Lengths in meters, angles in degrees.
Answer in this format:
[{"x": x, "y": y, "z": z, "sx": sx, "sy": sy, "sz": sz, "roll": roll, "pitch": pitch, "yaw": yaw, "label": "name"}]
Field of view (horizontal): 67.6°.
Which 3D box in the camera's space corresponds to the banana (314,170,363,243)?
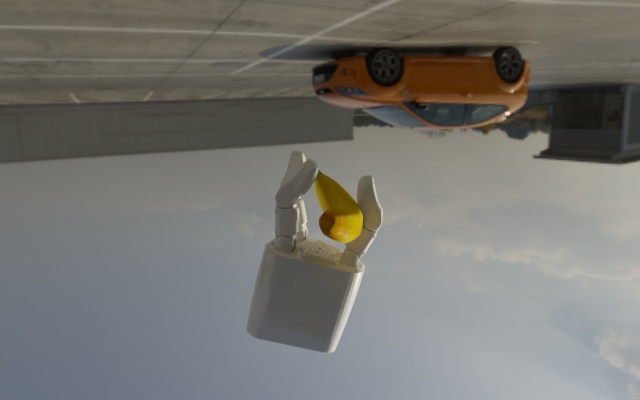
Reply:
[{"x": 0.015, "y": 0.010, "z": 0.515, "sx": 0.069, "sy": 0.037, "sz": 0.197, "roll": 32, "pitch": 10, "yaw": -16, "label": "banana"}]
